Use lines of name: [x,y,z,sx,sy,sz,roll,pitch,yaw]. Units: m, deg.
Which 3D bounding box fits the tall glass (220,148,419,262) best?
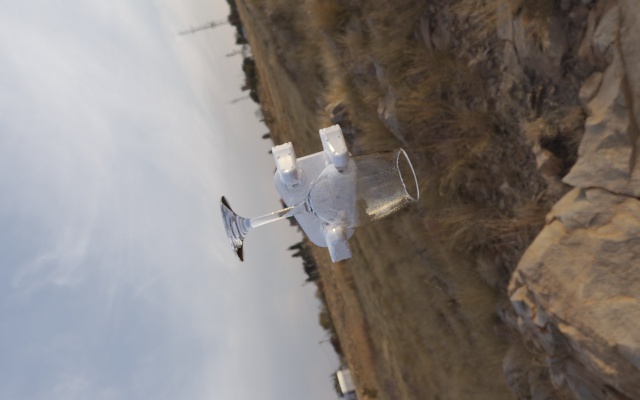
tall glass: [-0.001,0.002,0.515,0.201,0.079,0.079,-17,0,-1]
